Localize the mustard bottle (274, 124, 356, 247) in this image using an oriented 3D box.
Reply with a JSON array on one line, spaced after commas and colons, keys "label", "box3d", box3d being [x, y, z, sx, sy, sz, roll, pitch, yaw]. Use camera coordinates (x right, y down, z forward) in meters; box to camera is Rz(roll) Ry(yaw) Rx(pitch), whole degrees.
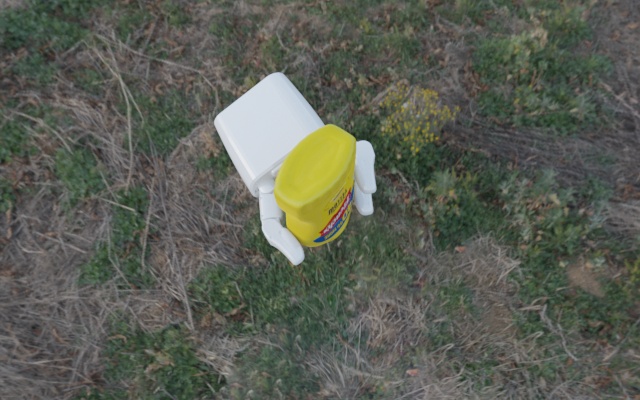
[{"label": "mustard bottle", "box3d": [0.000, 0.002, 0.535, 0.058, 0.096, 0.192, 32, -18, 15]}]
